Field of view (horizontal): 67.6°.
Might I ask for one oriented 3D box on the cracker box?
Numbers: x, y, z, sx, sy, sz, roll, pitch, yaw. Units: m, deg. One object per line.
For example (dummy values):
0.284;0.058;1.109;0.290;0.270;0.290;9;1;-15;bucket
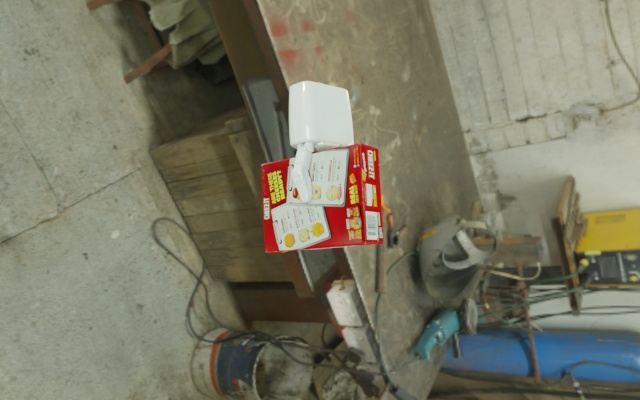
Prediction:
0.000;0.003;0.828;0.214;0.164;0.072;-9;-10;36;cracker box
